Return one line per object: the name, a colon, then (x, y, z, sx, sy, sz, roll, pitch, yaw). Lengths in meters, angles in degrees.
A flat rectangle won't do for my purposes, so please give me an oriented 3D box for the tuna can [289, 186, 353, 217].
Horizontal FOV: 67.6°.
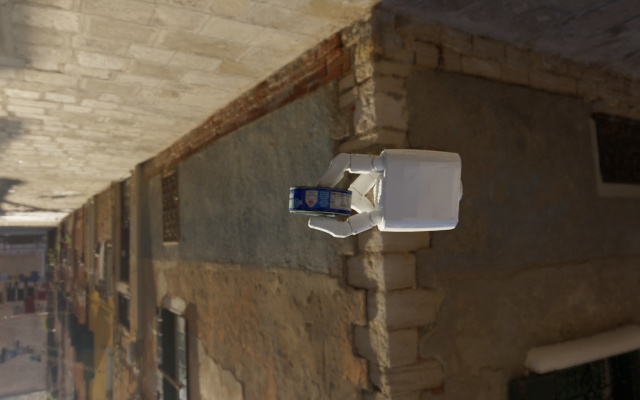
tuna can: (0.000, 0.003, 0.651, 0.086, 0.033, 0.086, 3, -5, 0)
